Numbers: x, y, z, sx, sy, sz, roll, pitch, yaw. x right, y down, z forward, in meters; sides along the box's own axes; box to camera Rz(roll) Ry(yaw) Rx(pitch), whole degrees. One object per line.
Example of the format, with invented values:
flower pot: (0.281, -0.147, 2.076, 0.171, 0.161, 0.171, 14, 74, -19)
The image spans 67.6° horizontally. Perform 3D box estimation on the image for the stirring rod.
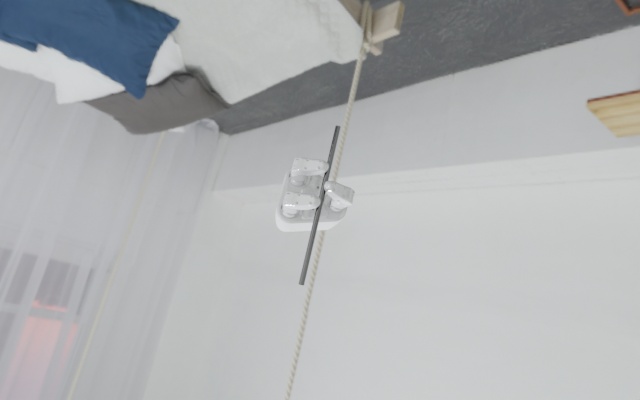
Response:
stirring rod: (0.000, 0.002, 0.685, 0.011, 0.239, 0.011, 12, -15, 3)
